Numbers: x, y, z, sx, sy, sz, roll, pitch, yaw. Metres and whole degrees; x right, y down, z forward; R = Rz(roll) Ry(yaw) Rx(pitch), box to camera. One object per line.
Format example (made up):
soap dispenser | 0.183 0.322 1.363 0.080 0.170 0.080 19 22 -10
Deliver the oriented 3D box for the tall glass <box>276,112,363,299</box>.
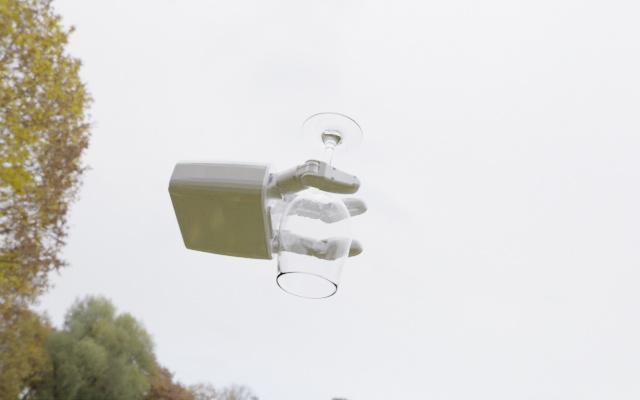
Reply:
tall glass | 0.000 0.001 0.521 0.079 0.201 0.079 6 -33 4
